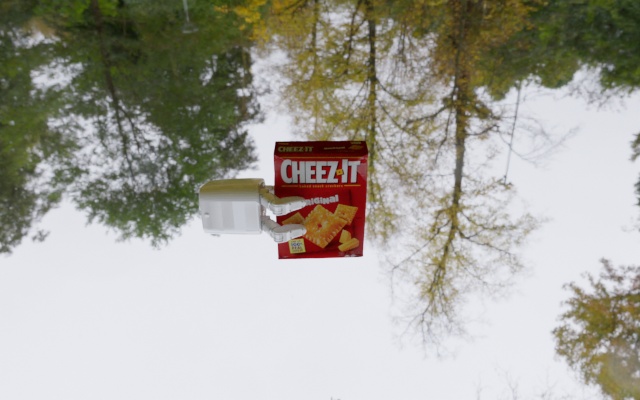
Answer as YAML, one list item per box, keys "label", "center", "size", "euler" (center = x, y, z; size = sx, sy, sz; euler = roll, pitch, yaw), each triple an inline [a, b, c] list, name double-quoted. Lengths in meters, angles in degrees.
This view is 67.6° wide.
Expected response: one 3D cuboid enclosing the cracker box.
- label: "cracker box"
  center: [0.000, 0.003, 0.868]
  size: [0.164, 0.214, 0.072]
  euler: [-1, 28, -2]
